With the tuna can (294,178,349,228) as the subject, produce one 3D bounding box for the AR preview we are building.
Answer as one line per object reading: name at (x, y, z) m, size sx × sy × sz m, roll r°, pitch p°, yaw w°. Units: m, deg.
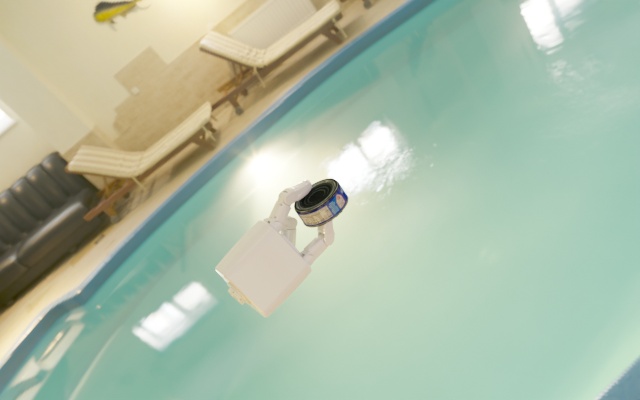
tuna can at (0.000, 0.002, 0.773) m, size 0.086 × 0.034 × 0.086 m, roll -26°, pitch 27°, yaw 15°
